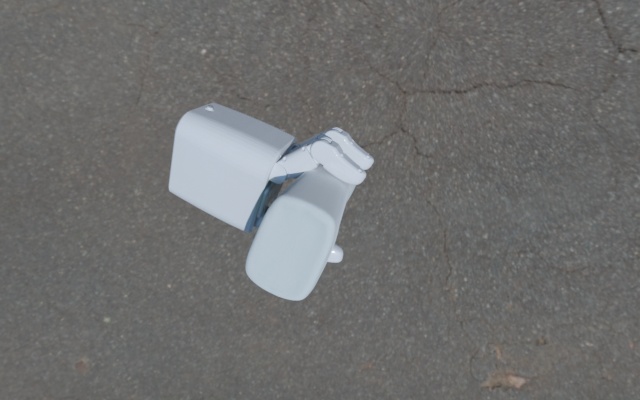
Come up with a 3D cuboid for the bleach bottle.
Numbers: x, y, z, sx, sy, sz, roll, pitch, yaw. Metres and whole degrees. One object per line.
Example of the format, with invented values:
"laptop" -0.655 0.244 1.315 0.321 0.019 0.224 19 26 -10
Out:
"bleach bottle" 0.000 0.002 0.527 0.068 0.103 0.250 26 23 3
